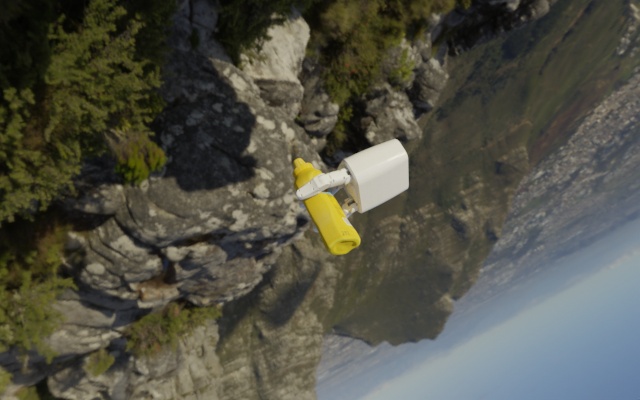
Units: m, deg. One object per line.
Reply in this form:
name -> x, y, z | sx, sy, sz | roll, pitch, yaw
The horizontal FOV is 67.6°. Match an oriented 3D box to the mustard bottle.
mustard bottle -> 0.000, 0.003, 0.858 | 0.058, 0.191, 0.096 | -34, -22, 13
